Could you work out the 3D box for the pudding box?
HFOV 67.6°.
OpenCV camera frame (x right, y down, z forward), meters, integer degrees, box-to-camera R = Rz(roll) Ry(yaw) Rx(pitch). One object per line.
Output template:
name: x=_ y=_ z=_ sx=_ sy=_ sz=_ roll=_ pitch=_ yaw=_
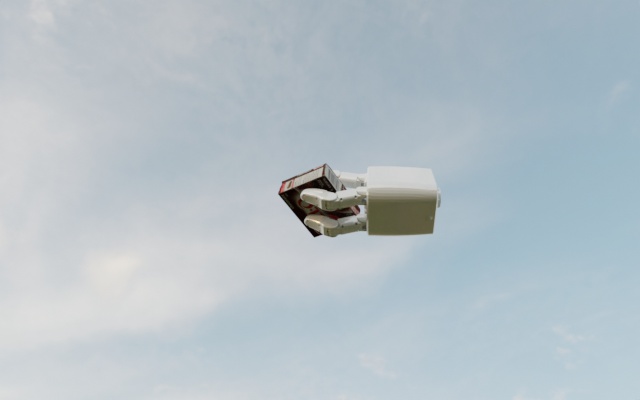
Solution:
pudding box: x=0.000 y=0.002 z=0.776 sx=0.090 sy=0.113 sz=0.039 roll=-21 pitch=33 yaw=25
